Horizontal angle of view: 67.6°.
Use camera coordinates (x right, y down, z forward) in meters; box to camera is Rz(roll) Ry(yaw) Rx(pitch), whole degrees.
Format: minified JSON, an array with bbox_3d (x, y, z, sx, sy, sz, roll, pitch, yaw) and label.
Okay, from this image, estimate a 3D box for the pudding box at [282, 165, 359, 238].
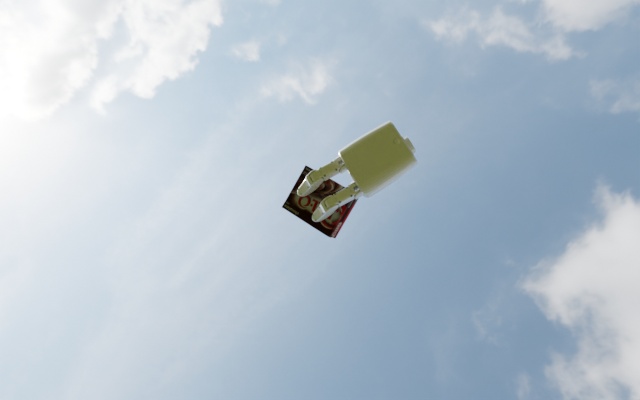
[{"bbox_3d":[0.000,0.003,0.862,0.113,0.090,0.039,31,2,24],"label":"pudding box"}]
